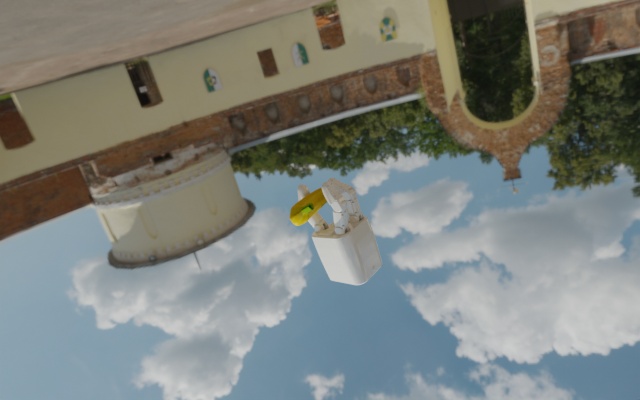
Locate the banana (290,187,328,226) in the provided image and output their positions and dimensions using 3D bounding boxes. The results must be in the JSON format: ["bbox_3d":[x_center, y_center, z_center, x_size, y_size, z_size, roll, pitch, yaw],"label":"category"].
[{"bbox_3d":[-0.017,0.011,0.890,0.069,0.037,0.197,-23,7,17],"label":"banana"}]
